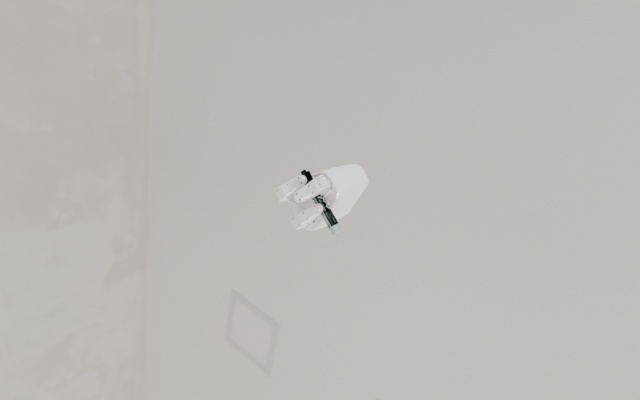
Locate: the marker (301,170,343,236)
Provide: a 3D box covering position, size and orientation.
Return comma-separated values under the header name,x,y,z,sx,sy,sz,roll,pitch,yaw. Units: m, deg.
name,x,y,z,sx,sy,sz,roll,pitch,yaw
marker,0.000,0.003,0.789,0.020,0.121,0.020,-29,-8,-4
